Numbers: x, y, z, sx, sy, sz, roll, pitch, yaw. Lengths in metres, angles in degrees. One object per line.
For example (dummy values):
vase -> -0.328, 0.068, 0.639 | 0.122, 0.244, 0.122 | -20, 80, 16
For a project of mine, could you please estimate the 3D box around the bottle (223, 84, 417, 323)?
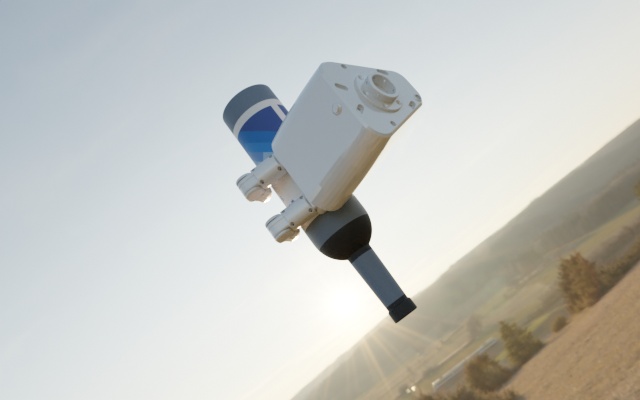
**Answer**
bottle -> 0.000, 0.002, 0.514 | 0.069, 0.295, 0.069 | -34, -17, -11
